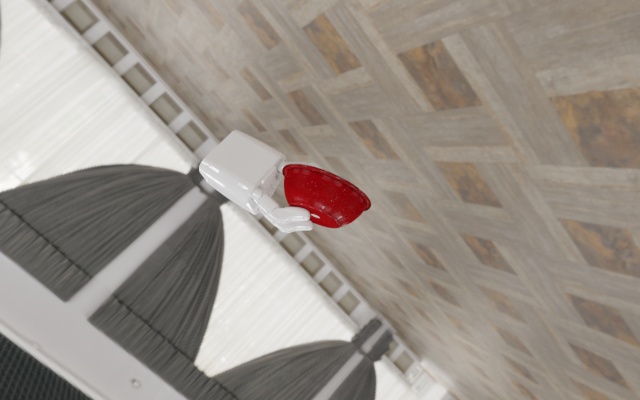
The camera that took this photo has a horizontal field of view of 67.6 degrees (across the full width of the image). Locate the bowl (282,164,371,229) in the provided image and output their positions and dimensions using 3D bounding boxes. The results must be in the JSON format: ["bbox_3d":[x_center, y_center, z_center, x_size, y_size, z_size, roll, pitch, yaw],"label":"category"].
[{"bbox_3d":[0.001,0.003,0.792,0.162,0.055,0.162,21,-17,7],"label":"bowl"}]
